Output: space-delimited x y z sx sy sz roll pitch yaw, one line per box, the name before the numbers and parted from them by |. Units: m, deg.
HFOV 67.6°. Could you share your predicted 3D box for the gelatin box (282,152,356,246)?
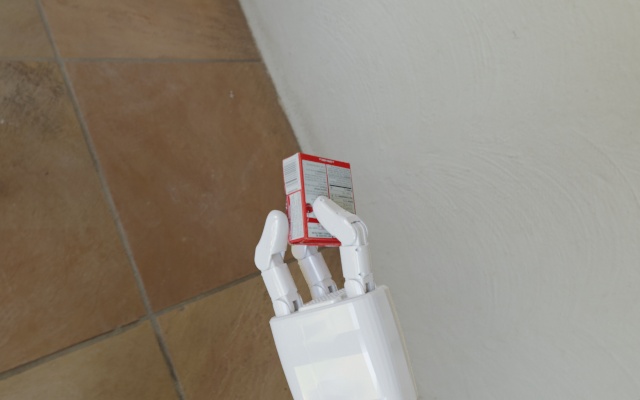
gelatin box | 0.000 0.001 0.483 0.073 0.089 0.030 7 -17 -42
